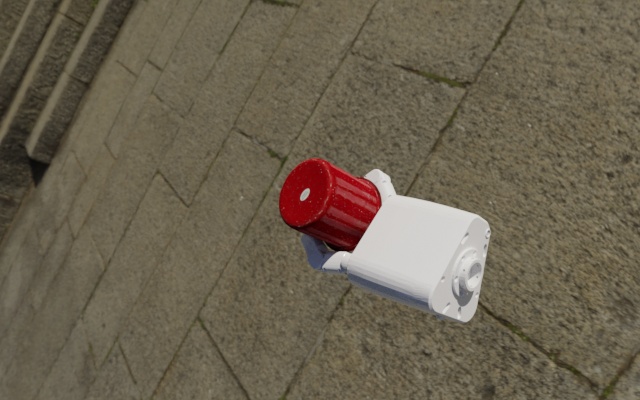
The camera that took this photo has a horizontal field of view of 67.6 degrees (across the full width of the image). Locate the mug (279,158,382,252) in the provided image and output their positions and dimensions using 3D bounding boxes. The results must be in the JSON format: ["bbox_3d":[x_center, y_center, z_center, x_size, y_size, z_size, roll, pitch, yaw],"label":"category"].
[{"bbox_3d":[-0.001,0.001,0.545,0.117,0.093,0.081,13,-9,46],"label":"mug"}]
